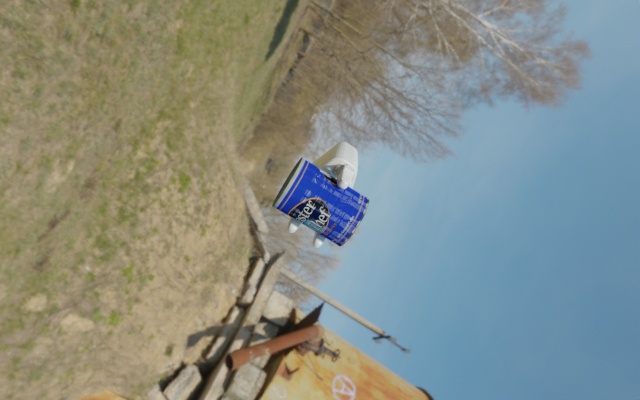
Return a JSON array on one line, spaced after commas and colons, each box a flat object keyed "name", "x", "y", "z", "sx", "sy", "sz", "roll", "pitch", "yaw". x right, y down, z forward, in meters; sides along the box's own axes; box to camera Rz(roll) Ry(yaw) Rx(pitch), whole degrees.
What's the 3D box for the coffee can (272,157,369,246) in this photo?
[{"name": "coffee can", "x": 0.000, "y": 0.003, "z": 0.848, "sx": 0.140, "sy": 0.103, "sz": 0.103, "roll": 31, "pitch": -5, "yaw": -8}]
